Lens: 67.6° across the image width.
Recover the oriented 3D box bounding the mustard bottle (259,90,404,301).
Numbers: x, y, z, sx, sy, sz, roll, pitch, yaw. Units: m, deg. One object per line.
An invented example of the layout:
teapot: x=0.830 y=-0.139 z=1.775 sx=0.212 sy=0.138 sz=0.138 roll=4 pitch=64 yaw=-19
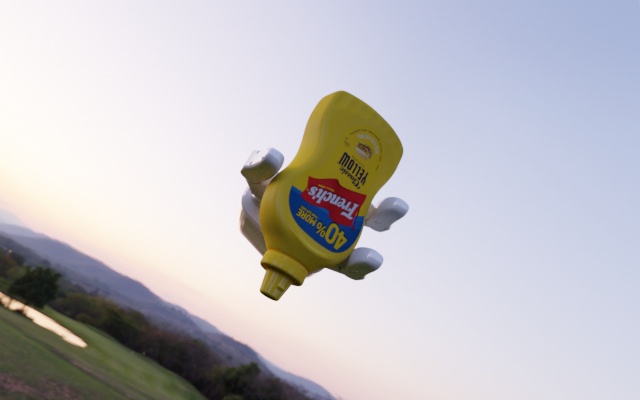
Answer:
mustard bottle: x=0.000 y=0.001 z=0.427 sx=0.096 sy=0.191 sz=0.058 roll=40 pitch=-23 yaw=-26
